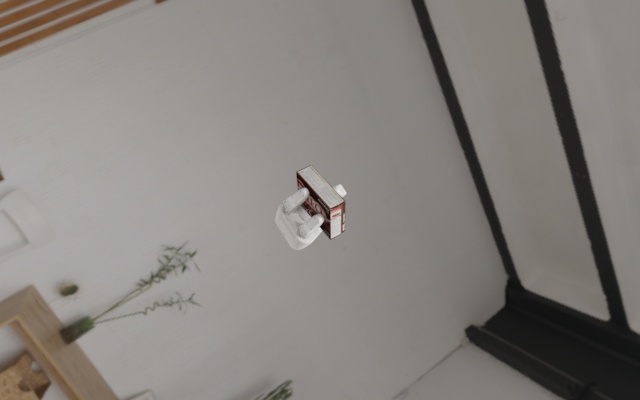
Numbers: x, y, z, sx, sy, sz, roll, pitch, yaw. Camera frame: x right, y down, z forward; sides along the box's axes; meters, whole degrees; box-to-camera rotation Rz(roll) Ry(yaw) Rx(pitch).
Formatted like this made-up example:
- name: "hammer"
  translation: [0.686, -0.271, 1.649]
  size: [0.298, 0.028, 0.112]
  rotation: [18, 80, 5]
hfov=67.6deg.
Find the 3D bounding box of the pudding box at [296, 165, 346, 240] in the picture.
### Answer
- name: "pudding box"
  translation: [0.000, 0.003, 0.875]
  size: [0.039, 0.090, 0.113]
  rotation: [-30, 55, -21]
